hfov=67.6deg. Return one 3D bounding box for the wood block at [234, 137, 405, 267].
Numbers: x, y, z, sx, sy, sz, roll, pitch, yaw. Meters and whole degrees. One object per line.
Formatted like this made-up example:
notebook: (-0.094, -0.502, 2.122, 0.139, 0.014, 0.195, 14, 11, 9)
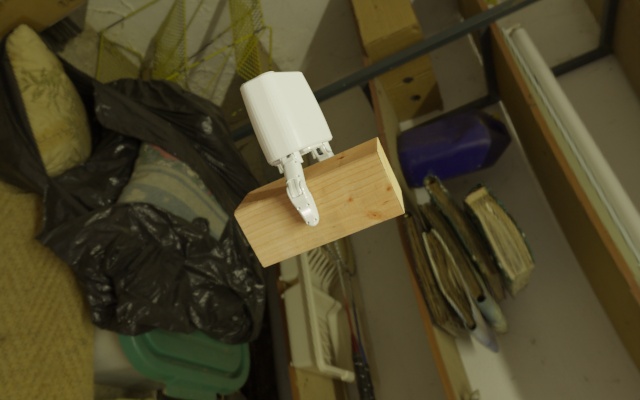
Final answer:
wood block: (0.000, 0.002, 0.656, 0.206, 0.090, 0.090, -22, 16, 14)
